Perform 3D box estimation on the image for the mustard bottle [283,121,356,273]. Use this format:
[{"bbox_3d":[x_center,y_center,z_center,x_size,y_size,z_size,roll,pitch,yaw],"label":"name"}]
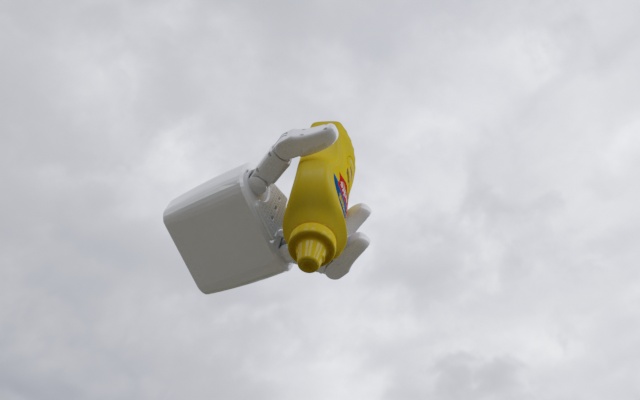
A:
[{"bbox_3d":[0.000,0.001,0.464,0.058,0.096,0.191,0,32,8],"label":"mustard bottle"}]
